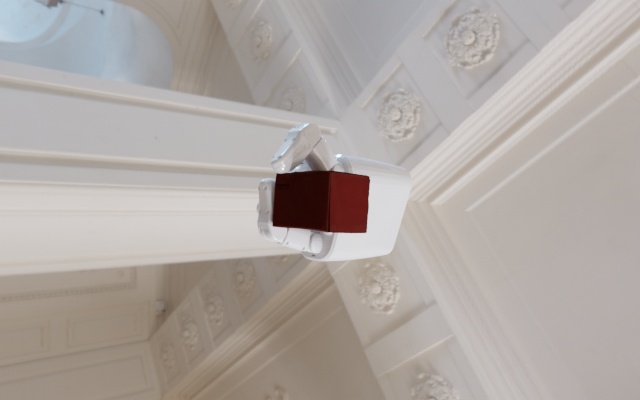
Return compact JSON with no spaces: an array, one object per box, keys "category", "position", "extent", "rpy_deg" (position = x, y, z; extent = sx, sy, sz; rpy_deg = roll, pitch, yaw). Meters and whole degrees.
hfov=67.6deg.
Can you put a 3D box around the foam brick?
[{"category":"foam brick","position":[0.000,0.002,0.435],"extent":[0.051,0.053,0.078],"rpy_deg":[5,-2,-42]}]
